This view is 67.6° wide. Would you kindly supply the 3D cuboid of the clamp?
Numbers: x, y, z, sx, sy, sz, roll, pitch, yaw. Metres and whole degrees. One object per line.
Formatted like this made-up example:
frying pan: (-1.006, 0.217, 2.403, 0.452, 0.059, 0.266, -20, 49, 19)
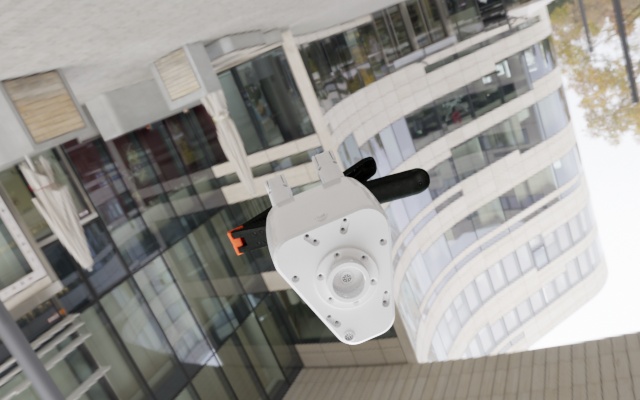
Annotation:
clamp: (0.000, 0.003, 0.533, 0.210, 0.036, 0.164, -23, 13, -2)
